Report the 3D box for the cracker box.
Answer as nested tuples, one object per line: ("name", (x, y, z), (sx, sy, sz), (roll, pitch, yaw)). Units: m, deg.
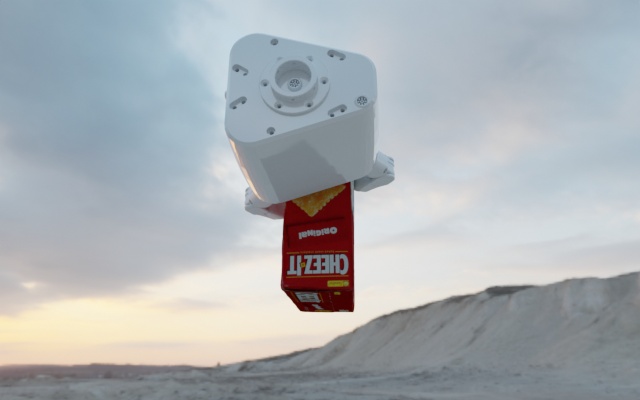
("cracker box", (0.000, 0.001, 0.504), (0.072, 0.213, 0.164), (-1, -20, 4))
